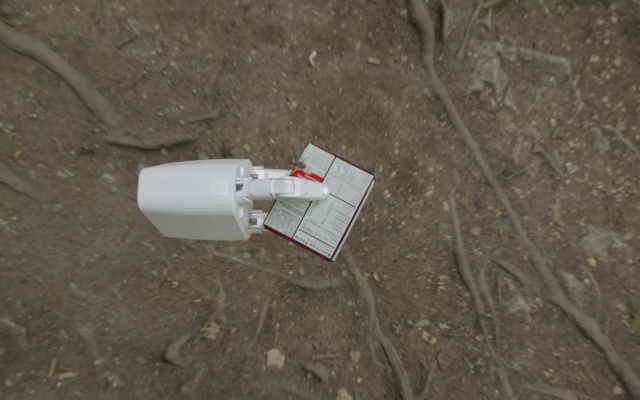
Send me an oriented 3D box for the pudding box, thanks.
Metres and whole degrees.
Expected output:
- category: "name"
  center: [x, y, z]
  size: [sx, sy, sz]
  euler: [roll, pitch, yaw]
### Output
- category: "pudding box"
  center: [0.000, 0.002, 0.546]
  size: [0.090, 0.113, 0.039]
  euler: [28, -5, 6]
